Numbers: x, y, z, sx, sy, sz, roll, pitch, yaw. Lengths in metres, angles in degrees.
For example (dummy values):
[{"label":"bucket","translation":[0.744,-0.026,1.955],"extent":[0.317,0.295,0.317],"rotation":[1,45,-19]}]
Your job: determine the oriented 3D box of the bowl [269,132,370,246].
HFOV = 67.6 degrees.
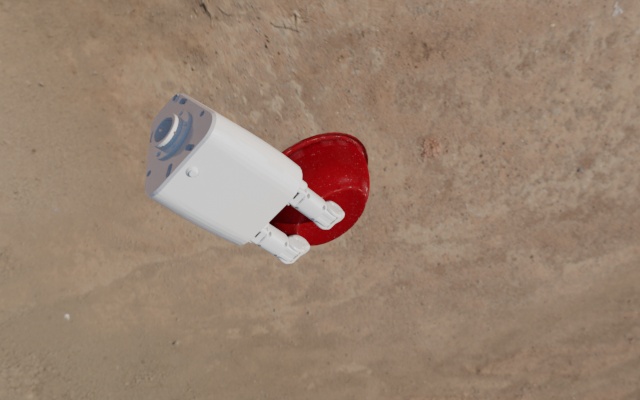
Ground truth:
[{"label":"bowl","translation":[0.001,0.002,0.554],"extent":[0.162,0.162,0.055],"rotation":[0,42,-41]}]
